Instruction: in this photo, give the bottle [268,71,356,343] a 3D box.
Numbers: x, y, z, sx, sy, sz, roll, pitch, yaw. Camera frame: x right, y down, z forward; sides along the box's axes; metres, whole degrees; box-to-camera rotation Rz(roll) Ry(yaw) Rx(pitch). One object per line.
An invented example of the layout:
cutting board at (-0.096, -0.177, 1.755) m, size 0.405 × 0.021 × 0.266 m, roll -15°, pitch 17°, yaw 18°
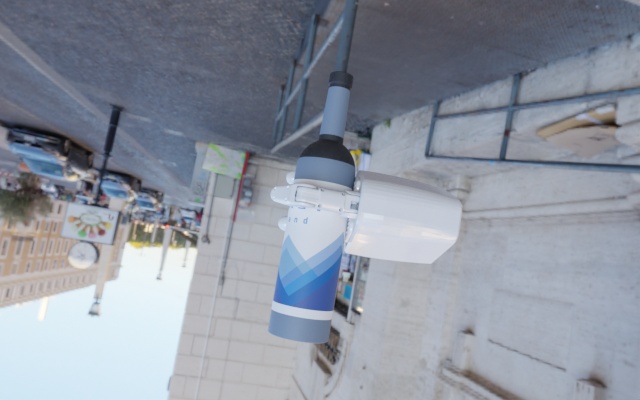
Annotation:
bottle at (0.000, 0.002, 0.530) m, size 0.069 × 0.295 × 0.069 m, roll 9°, pitch -6°, yaw 1°
